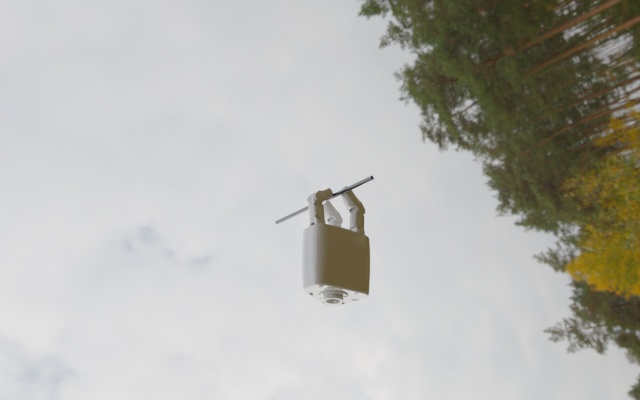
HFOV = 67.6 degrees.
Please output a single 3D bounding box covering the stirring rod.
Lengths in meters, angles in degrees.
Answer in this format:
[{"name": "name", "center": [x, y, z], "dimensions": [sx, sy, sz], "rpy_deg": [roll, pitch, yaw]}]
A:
[{"name": "stirring rod", "center": [0.000, 0.003, 0.871], "dimensions": [0.239, 0.011, 0.011], "rpy_deg": [-25, -16, 37]}]
